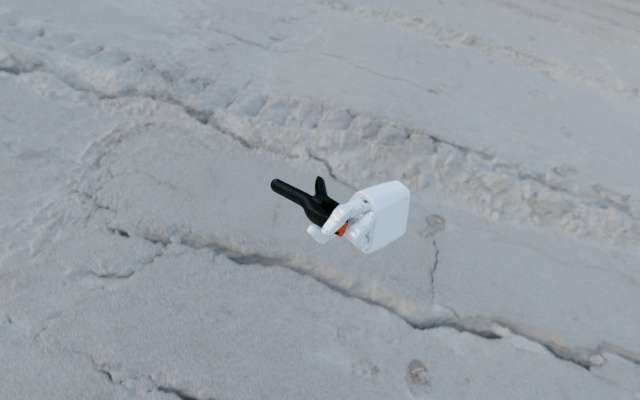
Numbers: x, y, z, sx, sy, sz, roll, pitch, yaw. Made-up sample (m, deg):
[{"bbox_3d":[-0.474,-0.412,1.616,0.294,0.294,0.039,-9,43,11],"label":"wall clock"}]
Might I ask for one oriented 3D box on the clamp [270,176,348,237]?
[{"bbox_3d":[0.000,0.003,0.885,0.120,0.039,0.171,-19,49,-41],"label":"clamp"}]
